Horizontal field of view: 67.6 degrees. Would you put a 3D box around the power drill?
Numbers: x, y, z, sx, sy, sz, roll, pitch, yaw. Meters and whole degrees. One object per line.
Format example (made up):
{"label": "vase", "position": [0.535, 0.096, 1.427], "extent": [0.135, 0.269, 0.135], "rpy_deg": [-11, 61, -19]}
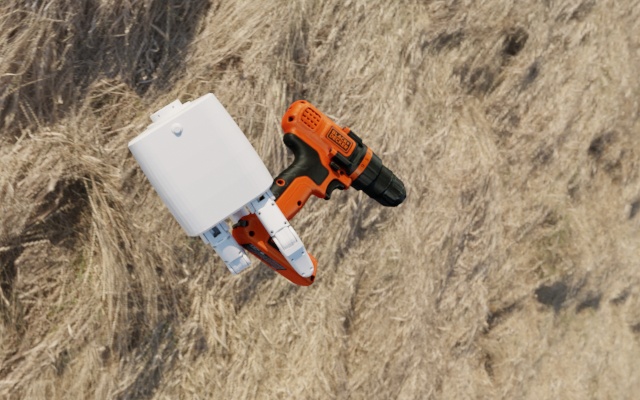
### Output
{"label": "power drill", "position": [0.000, 0.002, 0.559], "extent": [0.184, 0.187, 0.057], "rpy_deg": [36, -23, -14]}
